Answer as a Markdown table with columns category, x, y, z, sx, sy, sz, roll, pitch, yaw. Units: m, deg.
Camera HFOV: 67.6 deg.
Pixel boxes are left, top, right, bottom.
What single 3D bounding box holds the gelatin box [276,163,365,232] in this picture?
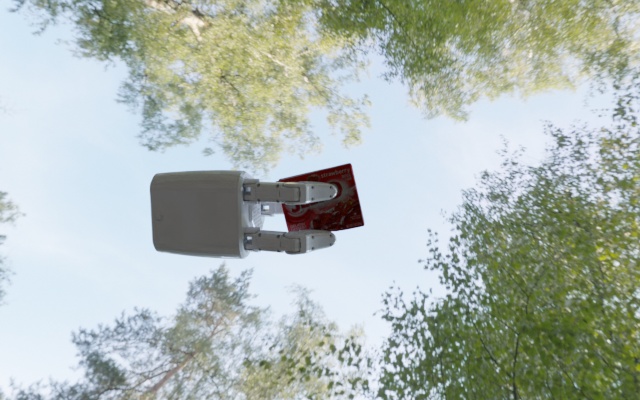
| category | x | y | z | sx | sy | sz | roll | pitch | yaw |
| --- | --- | --- | --- | --- | --- | --- | --- | --- | --- |
| gelatin box | 0.000 | 0.002 | 0.549 | 0.089 | 0.073 | 0.030 | -12 | 7 | 5 |
